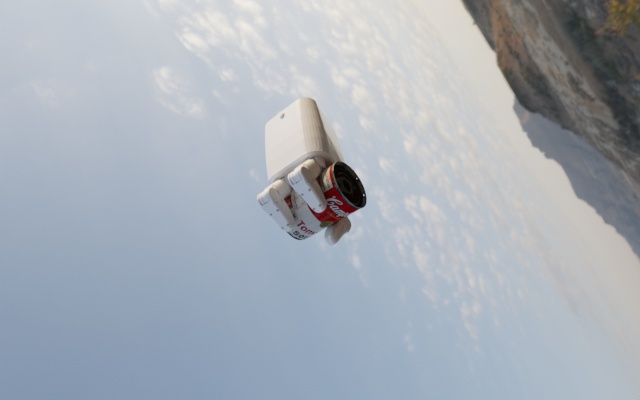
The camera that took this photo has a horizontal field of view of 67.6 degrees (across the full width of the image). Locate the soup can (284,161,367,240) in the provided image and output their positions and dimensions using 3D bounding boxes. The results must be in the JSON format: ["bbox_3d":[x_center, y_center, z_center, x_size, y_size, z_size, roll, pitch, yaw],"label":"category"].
[{"bbox_3d":[0.000,0.003,0.630,0.102,0.068,0.068,-31,-16,29],"label":"soup can"}]
